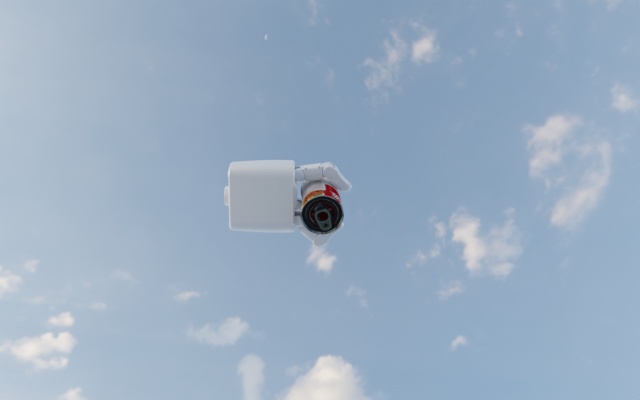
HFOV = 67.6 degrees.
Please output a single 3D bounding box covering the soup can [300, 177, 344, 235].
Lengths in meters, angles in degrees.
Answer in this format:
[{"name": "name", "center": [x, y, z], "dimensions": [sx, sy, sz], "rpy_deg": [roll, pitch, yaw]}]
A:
[{"name": "soup can", "center": [0.001, 0.002, 0.789], "dimensions": [0.068, 0.068, 0.102], "rpy_deg": [0, 25, -3]}]
